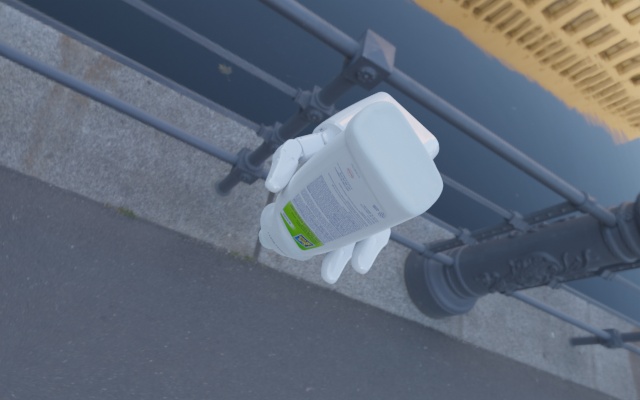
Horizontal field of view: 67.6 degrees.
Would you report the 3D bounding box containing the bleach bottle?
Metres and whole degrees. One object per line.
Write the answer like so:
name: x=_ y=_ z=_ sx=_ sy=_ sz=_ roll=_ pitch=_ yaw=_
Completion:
bleach bottle: x=0.000 y=0.002 z=0.487 sx=0.068 sy=0.102 sz=0.251 roll=-37 pitch=5 yaw=-38
